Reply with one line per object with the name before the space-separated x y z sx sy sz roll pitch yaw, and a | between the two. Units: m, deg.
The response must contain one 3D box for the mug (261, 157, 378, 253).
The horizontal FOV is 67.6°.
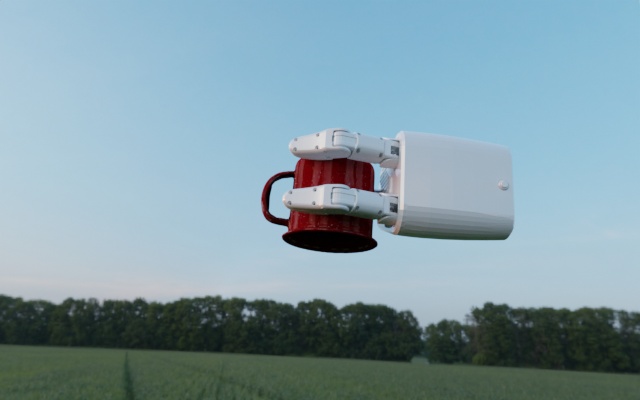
mug | -0.001 0.001 0.473 0.117 0.081 0.093 6 -18 -5
